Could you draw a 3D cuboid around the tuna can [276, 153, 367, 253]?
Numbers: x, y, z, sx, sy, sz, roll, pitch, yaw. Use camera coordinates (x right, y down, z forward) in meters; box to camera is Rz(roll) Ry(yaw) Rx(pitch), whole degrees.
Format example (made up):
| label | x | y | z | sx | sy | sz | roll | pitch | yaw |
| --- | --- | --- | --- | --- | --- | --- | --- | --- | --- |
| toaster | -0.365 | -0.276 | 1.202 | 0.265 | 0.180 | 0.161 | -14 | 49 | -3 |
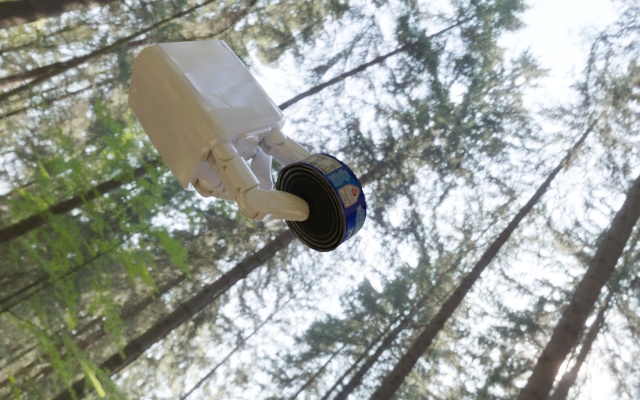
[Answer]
| label | x | y | z | sx | sy | sz | roll | pitch | yaw |
| --- | --- | --- | --- | --- | --- | --- | --- | --- | --- |
| tuna can | 0.001 | 0.001 | 0.431 | 0.033 | 0.086 | 0.086 | -29 | 19 | -37 |
